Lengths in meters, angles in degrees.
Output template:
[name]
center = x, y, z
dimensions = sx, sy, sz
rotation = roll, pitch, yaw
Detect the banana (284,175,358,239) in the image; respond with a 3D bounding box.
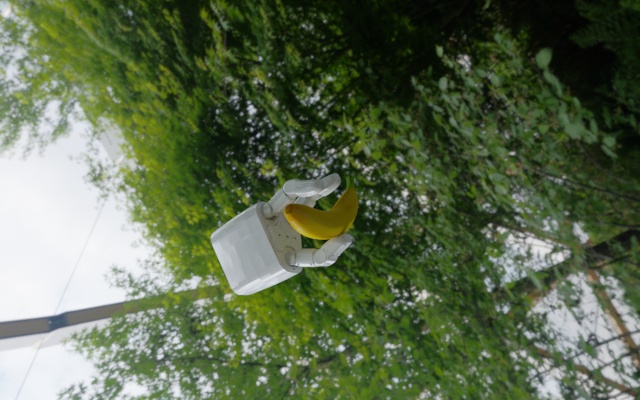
[banana]
center = 0.010, 0.018, 0.643
dimensions = 0.037, 0.069, 0.197
rotation = -24, 2, 28
